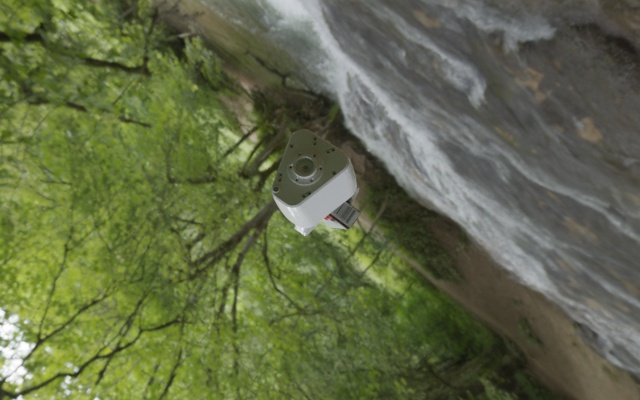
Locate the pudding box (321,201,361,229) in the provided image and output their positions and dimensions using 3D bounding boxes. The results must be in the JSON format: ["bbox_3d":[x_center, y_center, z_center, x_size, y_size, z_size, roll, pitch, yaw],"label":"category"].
[{"bbox_3d":[0.000,0.003,0.792,0.113,0.039,0.090,39,-11,-12],"label":"pudding box"}]
